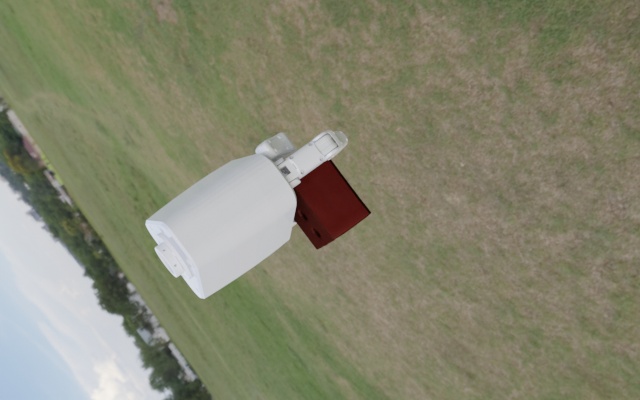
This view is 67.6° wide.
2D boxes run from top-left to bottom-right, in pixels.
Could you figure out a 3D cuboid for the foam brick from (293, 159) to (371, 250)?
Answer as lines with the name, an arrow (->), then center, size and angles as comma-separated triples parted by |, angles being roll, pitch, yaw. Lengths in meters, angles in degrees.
foam brick -> 0.000, 0.002, 0.477 | 0.051, 0.078, 0.053 | -37, -1, -26
